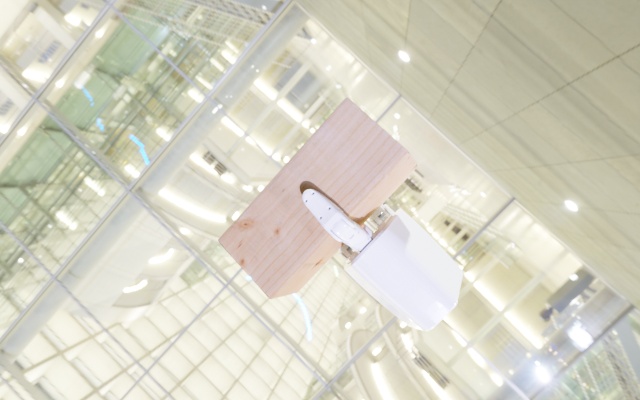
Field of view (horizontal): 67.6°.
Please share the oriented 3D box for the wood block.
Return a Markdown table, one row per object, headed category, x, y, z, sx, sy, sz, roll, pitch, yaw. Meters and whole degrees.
| category | x | y | z | sx | sy | sz | roll | pitch | yaw |
| --- | --- | --- | --- | --- | --- | --- | --- | --- | --- |
| wood block | 0.000 | 0.002 | 0.529 | 0.090 | 0.206 | 0.091 | 45 | 8 | 17 |
